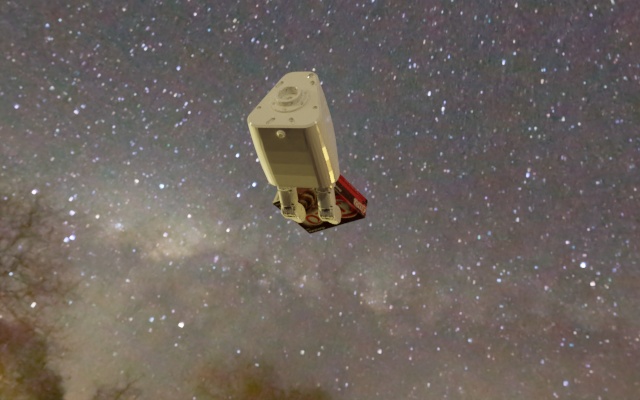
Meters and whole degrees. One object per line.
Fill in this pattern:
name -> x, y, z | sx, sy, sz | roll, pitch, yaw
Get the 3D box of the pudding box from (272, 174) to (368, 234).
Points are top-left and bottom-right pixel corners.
pudding box -> 0.000, 0.002, 0.713 | 0.113, 0.039, 0.090 | -17, -46, 39
